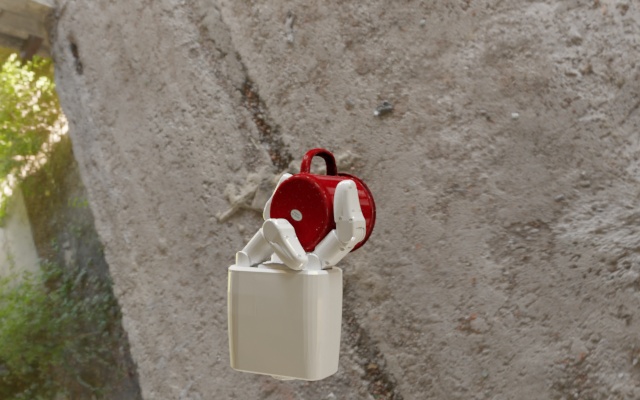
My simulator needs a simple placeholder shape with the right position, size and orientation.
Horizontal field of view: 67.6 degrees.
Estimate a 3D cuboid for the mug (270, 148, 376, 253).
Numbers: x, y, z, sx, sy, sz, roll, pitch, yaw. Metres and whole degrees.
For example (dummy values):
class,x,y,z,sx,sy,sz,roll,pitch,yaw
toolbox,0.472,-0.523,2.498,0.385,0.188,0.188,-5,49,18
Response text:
class,x,y,z,sx,sy,sz,roll,pitch,yaw
mug,0.000,0.000,0.516,0.093,0.117,0.081,-1,-2,36
